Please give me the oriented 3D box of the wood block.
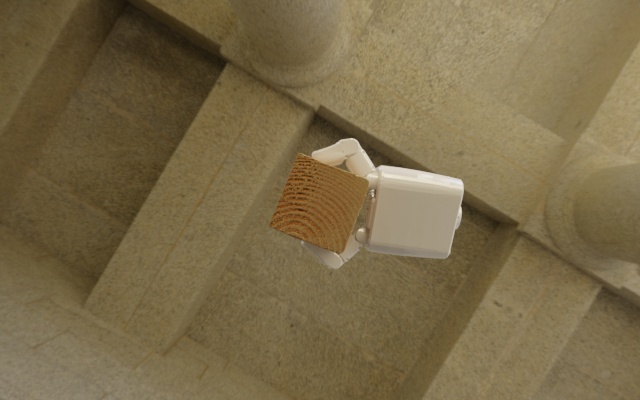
[{"bbox_3d":[0.000,0.002,0.629,0.090,0.091,0.206,21,1,0],"label":"wood block"}]
